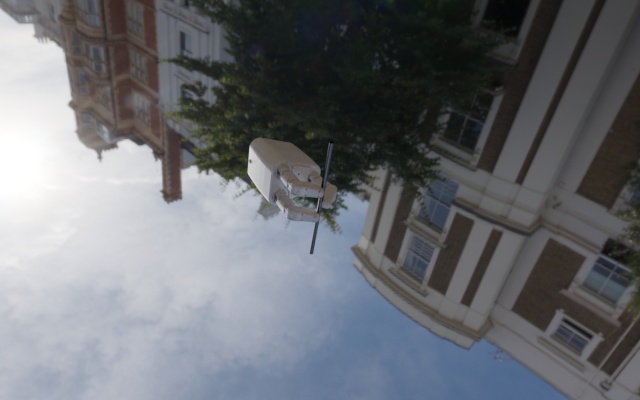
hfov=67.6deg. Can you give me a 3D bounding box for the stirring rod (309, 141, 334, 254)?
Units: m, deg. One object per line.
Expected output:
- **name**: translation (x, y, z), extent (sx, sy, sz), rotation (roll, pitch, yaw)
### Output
- **stirring rod**: translation (0.000, 0.003, 0.857), extent (0.011, 0.240, 0.011), rotation (7, 34, -5)
